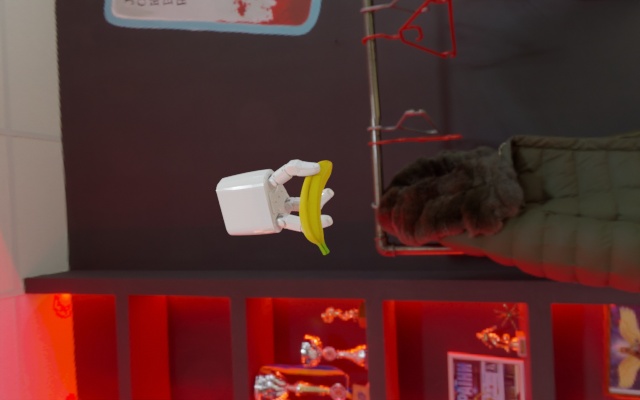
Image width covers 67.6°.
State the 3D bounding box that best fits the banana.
[{"bbox_3d":[-0.008,-0.004,0.845,0.037,0.197,0.070,-11,-36,24],"label":"banana"}]
